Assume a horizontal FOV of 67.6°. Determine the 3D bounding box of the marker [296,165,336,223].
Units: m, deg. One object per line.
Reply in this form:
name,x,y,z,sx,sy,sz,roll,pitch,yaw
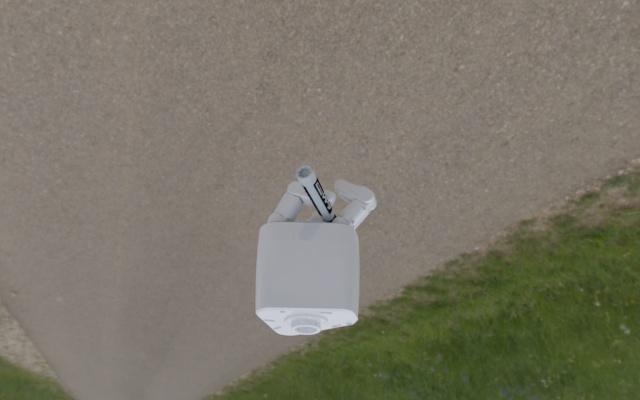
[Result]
marker,0.000,0.002,0.545,0.020,0.020,0.121,0,-32,19
